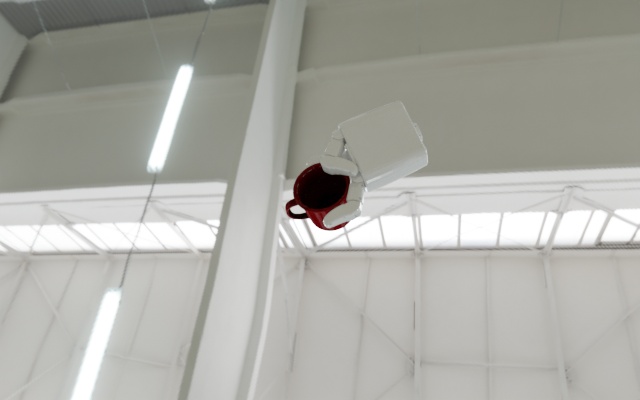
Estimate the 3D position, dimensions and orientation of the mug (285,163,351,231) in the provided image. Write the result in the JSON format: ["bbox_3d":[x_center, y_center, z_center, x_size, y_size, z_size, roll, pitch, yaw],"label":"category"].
[{"bbox_3d":[-0.001,0.003,0.778,0.117,0.093,0.081,-22,-34,3],"label":"mug"}]
